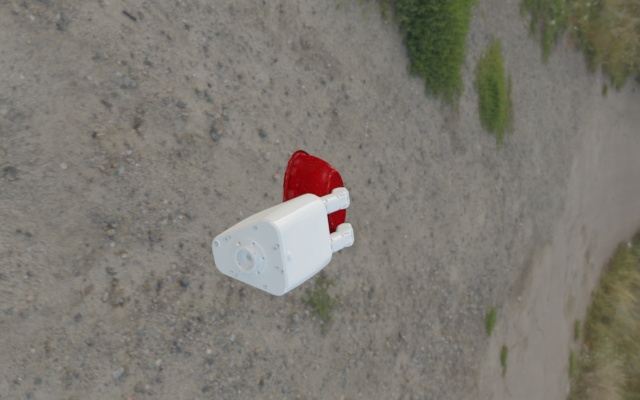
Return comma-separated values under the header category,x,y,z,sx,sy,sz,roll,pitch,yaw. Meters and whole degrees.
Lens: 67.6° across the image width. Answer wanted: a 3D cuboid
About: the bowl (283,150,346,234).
category,x,y,z,sx,sy,sz,roll,pitch,yaw
bowl,0.001,0.002,0.718,0.055,0.162,0.162,-4,-1,19
